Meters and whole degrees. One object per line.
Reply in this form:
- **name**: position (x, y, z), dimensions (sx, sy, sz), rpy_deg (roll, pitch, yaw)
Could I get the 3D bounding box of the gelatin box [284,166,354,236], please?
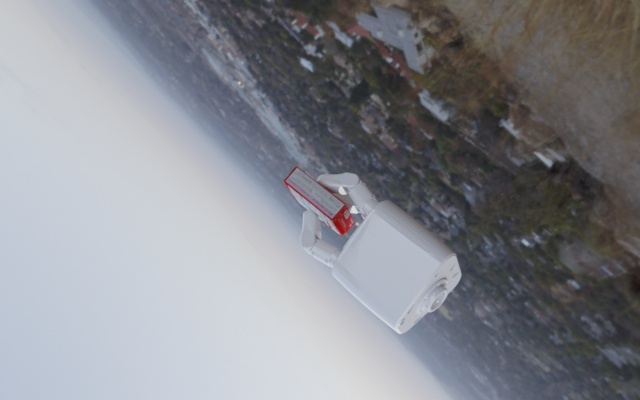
- **gelatin box**: position (0.000, 0.002, 0.623), dimensions (0.089, 0.030, 0.073), rpy_deg (38, -8, 21)
